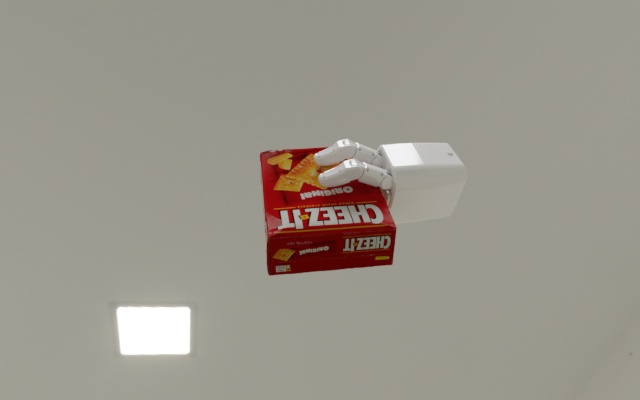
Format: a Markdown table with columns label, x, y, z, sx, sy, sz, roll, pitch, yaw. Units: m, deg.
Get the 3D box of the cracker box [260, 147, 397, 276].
| label | x | y | z | sx | sy | sz | roll | pitch | yaw |
| --- | --- | --- | --- | --- | --- | --- | --- | --- | --- |
| cracker box | 0.000 | 0.002 | 0.676 | 0.164 | 0.072 | 0.213 | -4 | 36 | -7 |
